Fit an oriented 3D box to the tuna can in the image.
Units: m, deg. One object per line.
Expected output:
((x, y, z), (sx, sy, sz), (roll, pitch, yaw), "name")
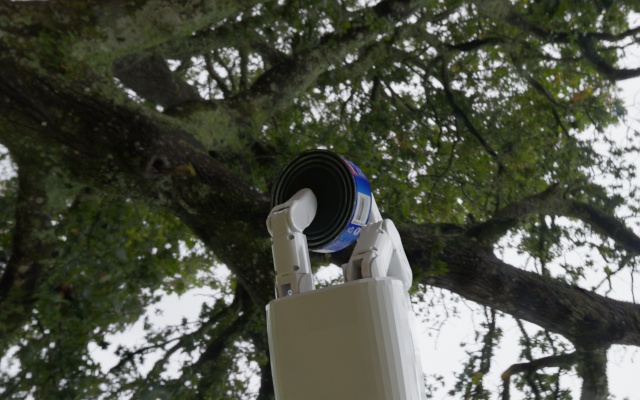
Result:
((0.000, 0.001, 0.407), (0.086, 0.086, 0.034), (0, -10, 34), "tuna can")
